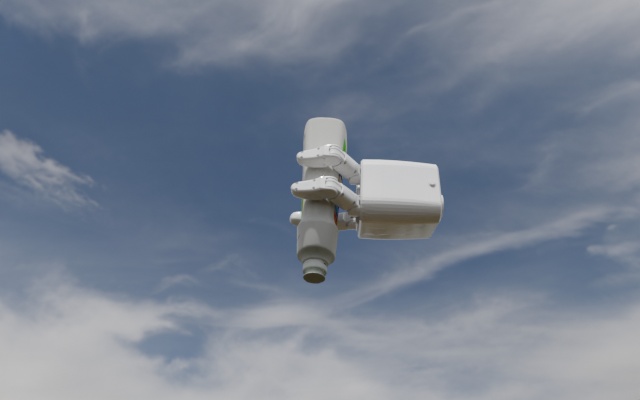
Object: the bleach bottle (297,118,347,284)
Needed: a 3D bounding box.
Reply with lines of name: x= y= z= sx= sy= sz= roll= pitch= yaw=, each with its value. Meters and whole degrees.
bleach bottle: x=0.000 y=0.002 z=0.673 sx=0.068 sy=0.250 sz=0.103 roll=3 pitch=-37 yaw=3
